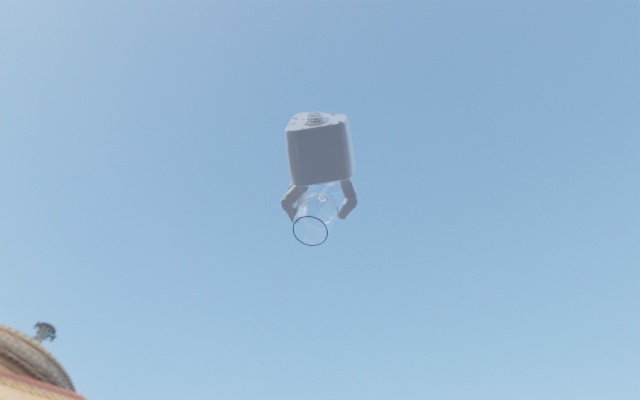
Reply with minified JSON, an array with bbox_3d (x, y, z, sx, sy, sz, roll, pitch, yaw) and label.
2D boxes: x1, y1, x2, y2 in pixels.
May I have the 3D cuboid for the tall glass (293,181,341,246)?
[{"bbox_3d":[0.000,0.003,0.896,0.079,0.079,0.201,0,30,12],"label":"tall glass"}]
